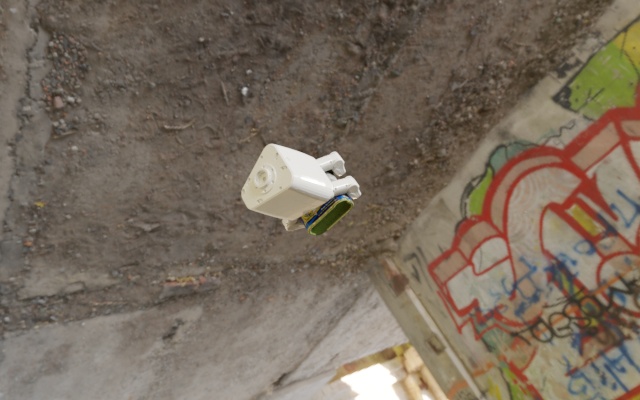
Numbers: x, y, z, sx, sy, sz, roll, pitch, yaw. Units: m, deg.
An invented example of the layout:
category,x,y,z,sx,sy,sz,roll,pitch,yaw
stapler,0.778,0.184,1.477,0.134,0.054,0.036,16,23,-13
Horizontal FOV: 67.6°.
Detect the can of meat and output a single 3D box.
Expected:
category,x,y,z,sx,sy,sz,roll,pitch,yaw
can of meat,0.000,0.003,0.879,0.102,0.084,0.057,-44,-32,18
